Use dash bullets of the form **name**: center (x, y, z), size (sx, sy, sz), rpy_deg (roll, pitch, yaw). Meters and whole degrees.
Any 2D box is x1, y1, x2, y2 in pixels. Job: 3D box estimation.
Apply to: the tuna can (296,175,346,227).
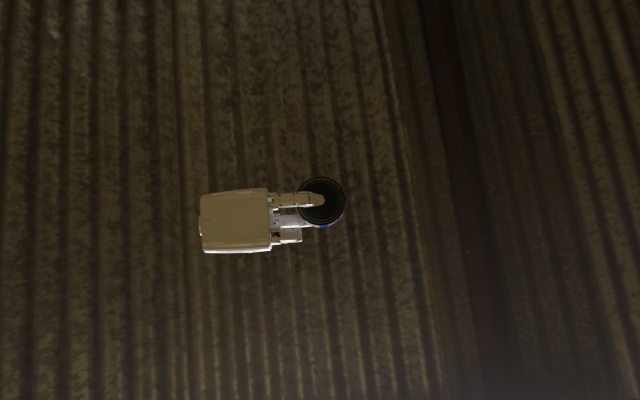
- **tuna can**: center (0.000, 0.003, 0.813), size (0.086, 0.086, 0.034), rpy_deg (0, -9, 1)
